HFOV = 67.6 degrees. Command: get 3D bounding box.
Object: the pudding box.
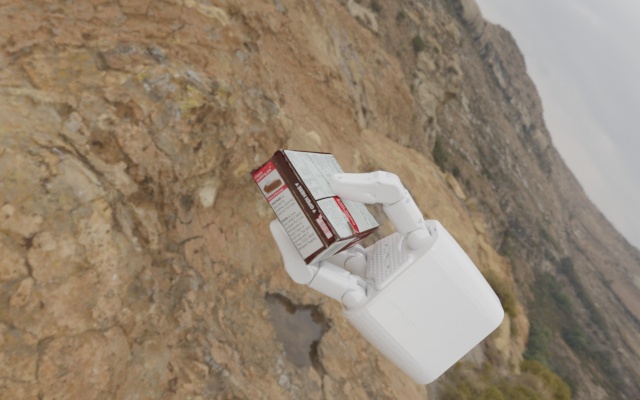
[{"bbox_3d":[0.000,0.001,0.419,0.039,0.090,0.113,-37,-11,19],"label":"pudding box"}]
